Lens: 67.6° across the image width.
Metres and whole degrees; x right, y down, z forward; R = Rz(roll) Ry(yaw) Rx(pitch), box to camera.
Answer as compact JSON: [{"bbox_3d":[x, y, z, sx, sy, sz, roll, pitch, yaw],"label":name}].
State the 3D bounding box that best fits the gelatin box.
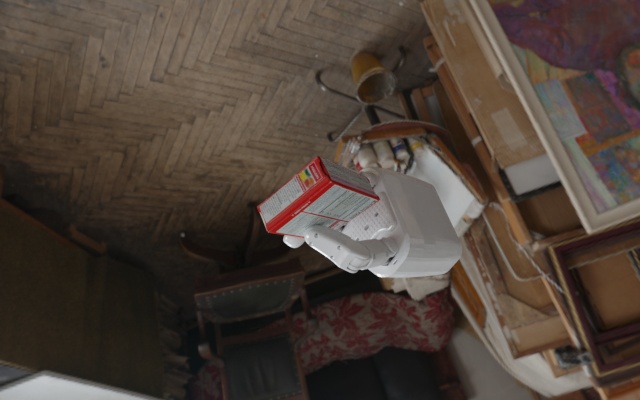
[{"bbox_3d":[0.000,0.002,0.423,0.073,0.030,0.089,-38,-27,22],"label":"gelatin box"}]
